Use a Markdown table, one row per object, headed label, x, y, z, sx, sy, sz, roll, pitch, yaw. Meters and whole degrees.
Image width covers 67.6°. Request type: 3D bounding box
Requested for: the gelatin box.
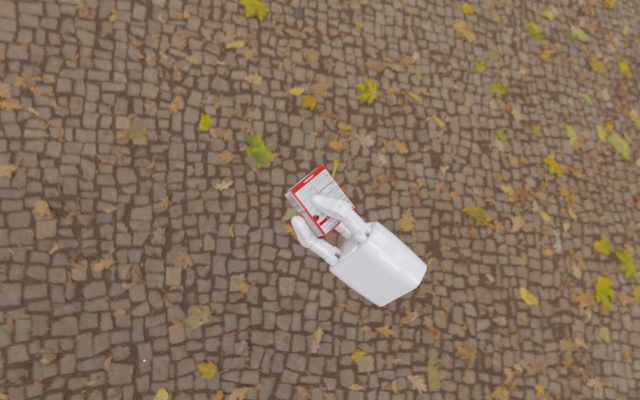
| label | x | y | z | sx | sy | sz | roll | pitch | yaw |
| --- | --- | --- | --- | --- | --- | --- | --- | --- | --- |
| gelatin box | 0.000 | 0.002 | 0.730 | 0.073 | 0.089 | 0.030 | -41 | 7 | -28 |
